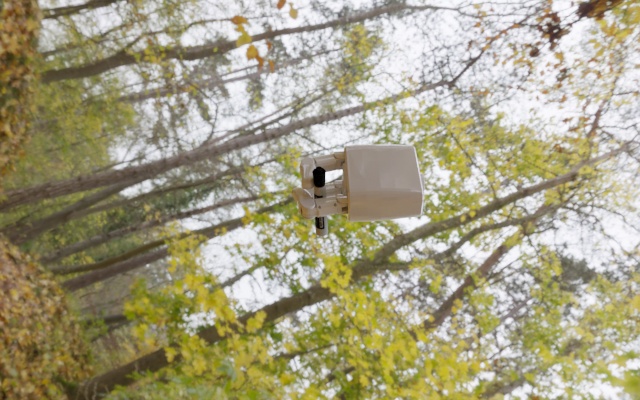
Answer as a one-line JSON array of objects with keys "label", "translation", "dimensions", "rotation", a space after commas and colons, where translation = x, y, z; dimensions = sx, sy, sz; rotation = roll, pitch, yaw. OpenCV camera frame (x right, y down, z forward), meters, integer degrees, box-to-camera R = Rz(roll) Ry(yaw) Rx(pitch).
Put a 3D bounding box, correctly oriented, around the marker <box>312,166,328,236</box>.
[{"label": "marker", "translation": [0.000, 0.002, 0.689], "dimensions": [0.020, 0.121, 0.020], "rotation": [-1, 40, 1]}]
